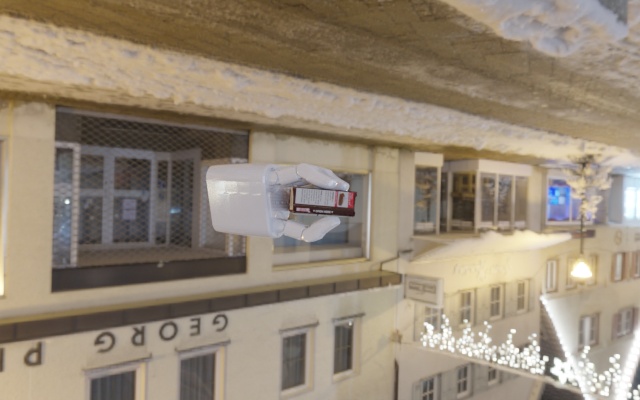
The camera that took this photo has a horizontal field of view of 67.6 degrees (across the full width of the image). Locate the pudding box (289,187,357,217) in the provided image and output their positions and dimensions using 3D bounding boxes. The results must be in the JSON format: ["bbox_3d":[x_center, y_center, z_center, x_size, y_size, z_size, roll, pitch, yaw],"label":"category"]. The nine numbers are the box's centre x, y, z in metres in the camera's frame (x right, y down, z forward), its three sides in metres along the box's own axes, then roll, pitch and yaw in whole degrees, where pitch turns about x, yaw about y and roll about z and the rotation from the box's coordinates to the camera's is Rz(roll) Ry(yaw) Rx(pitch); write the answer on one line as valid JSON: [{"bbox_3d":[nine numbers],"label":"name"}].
[{"bbox_3d":[0.000,0.002,0.696,0.090,0.039,0.113,4,1,-6],"label":"pudding box"}]
